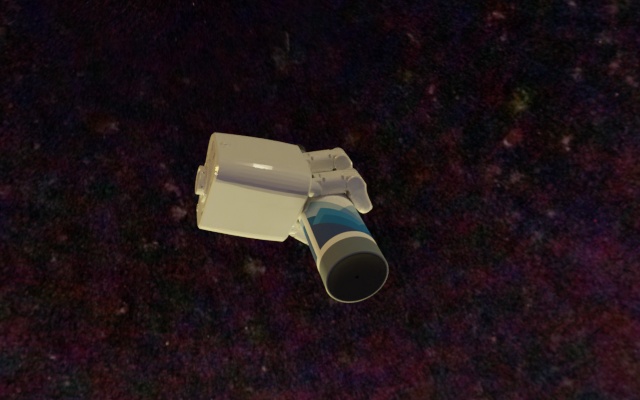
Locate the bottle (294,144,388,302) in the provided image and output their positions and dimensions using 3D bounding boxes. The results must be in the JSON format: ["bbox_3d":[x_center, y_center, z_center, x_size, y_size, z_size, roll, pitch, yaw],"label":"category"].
[{"bbox_3d":[0.000,0.002,0.595,0.069,0.069,0.295,0,31,-17],"label":"bottle"}]
